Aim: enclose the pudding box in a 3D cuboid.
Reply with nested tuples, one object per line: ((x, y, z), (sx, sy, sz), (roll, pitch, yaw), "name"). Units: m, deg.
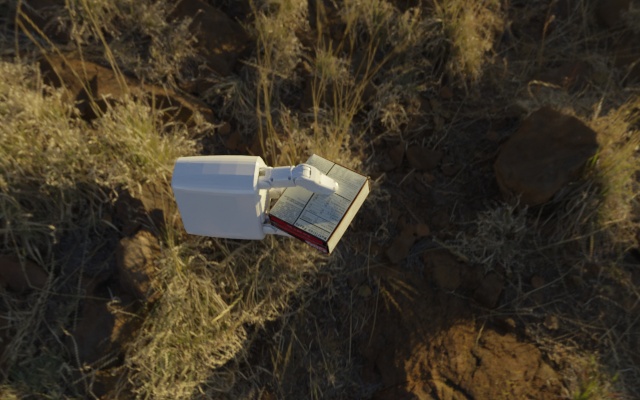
((0.000, 0.002, 0.618), (0.090, 0.113, 0.039), (26, -23, 19), "pudding box")
